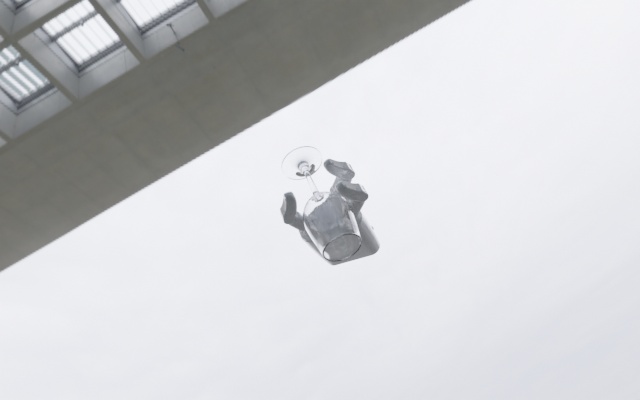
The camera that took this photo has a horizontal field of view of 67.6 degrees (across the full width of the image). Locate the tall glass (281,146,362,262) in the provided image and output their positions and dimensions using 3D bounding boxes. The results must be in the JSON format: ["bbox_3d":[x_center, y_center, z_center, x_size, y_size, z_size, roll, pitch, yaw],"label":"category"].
[{"bbox_3d":[0.000,0.002,0.765,0.079,0.079,0.201,0,43,-26],"label":"tall glass"}]
